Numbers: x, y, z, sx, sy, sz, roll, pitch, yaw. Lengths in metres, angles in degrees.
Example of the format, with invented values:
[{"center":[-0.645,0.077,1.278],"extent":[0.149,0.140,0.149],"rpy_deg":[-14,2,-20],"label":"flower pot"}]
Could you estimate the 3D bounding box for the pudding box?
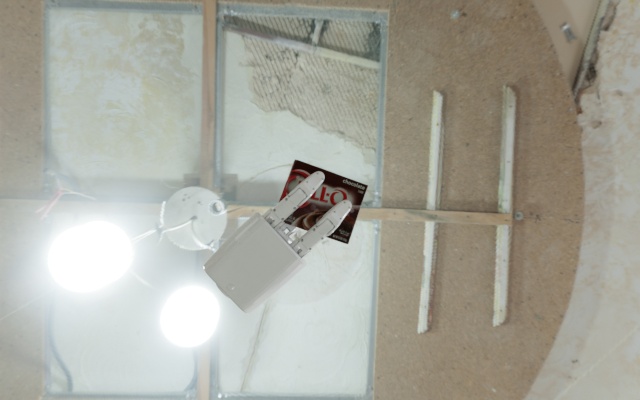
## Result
[{"center":[0.000,0.002,0.683],"extent":[0.113,0.090,0.039],"rpy_deg":[19,-2,-6],"label":"pudding box"}]
